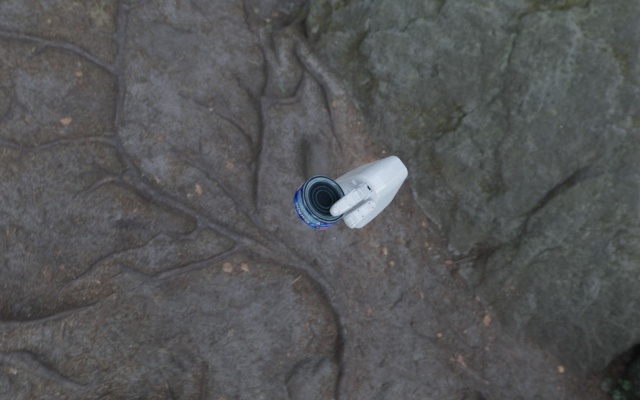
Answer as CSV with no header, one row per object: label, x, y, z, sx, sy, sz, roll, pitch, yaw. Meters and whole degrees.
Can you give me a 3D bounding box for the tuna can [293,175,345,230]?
tuna can,0.000,0.002,0.782,0.086,0.086,0.034,0,-21,-32
